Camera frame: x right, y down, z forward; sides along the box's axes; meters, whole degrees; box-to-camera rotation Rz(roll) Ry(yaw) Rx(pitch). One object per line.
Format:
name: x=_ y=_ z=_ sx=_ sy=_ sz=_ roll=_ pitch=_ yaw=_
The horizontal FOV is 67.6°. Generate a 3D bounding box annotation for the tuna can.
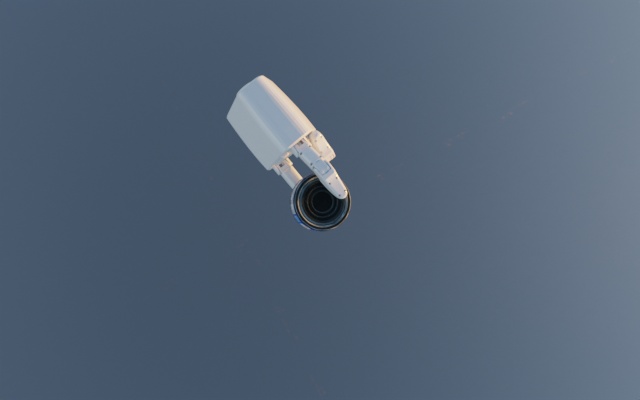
tuna can: x=0.000 y=0.002 z=0.691 sx=0.086 sy=0.086 sz=0.034 roll=0 pitch=-3 yaw=-13
